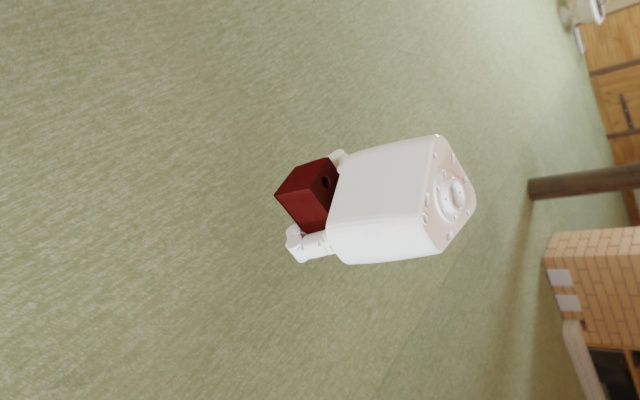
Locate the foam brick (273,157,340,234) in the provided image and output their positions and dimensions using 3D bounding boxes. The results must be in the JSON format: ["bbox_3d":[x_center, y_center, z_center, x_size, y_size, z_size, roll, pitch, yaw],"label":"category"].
[{"bbox_3d":[0.000,0.002,0.512,0.051,0.078,0.053,-14,34,41],"label":"foam brick"}]
